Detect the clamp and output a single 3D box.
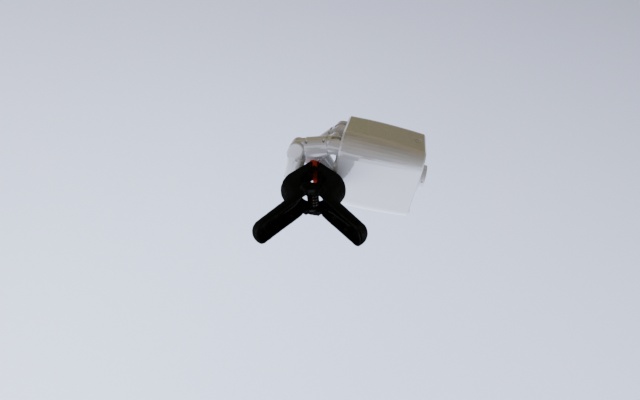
[{"bbox_3d":[0.000,0.002,0.558,0.120,0.039,0.171,11,33,5],"label":"clamp"}]
